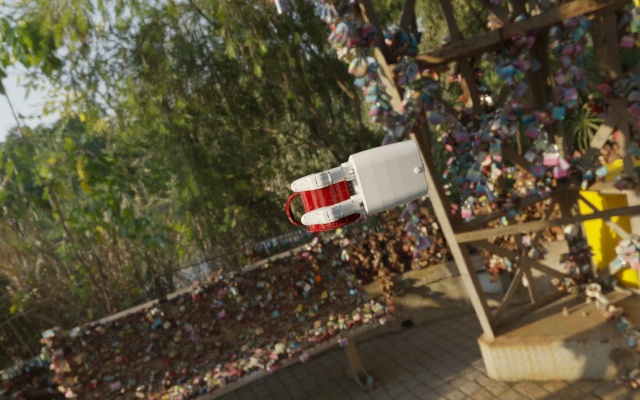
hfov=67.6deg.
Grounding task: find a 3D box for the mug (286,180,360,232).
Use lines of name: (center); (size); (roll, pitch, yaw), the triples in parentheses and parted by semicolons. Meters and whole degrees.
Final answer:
mug: (-0.001, 0.003, 0.796); (0.117, 0.081, 0.093); (-16, 9, -2)
